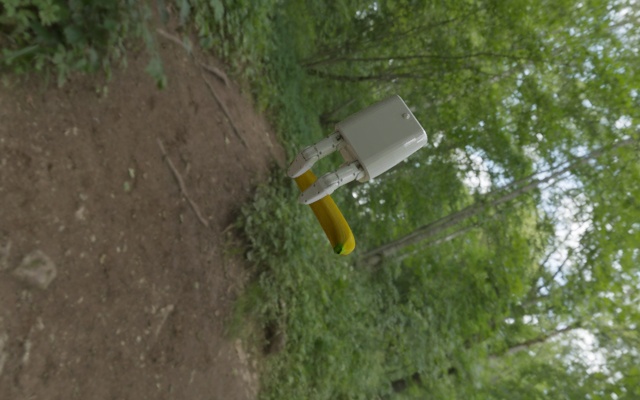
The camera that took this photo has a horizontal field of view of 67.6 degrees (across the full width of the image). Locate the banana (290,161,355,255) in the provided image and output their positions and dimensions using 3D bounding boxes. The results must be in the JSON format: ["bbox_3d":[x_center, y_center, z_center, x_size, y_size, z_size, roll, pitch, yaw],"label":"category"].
[{"bbox_3d":[0.007,0.015,0.720,0.037,0.197,0.070,-30,-40,0],"label":"banana"}]
